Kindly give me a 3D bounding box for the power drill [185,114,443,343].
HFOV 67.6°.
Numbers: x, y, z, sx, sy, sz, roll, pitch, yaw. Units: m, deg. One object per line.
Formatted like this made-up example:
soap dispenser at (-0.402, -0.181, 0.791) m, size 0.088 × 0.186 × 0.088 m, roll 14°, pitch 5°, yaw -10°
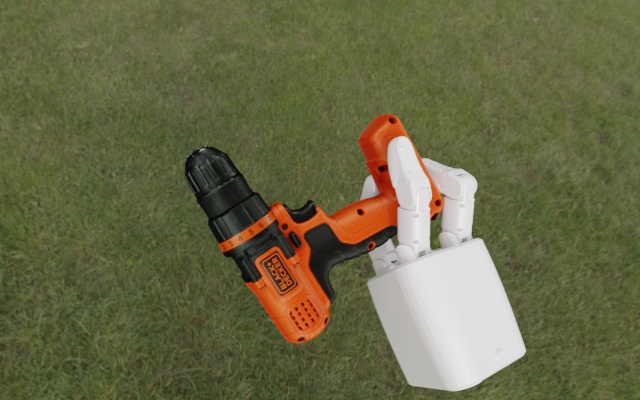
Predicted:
power drill at (0.001, 0.001, 0.418) m, size 0.187 × 0.184 × 0.057 m, roll -33°, pitch 10°, yaw -14°
